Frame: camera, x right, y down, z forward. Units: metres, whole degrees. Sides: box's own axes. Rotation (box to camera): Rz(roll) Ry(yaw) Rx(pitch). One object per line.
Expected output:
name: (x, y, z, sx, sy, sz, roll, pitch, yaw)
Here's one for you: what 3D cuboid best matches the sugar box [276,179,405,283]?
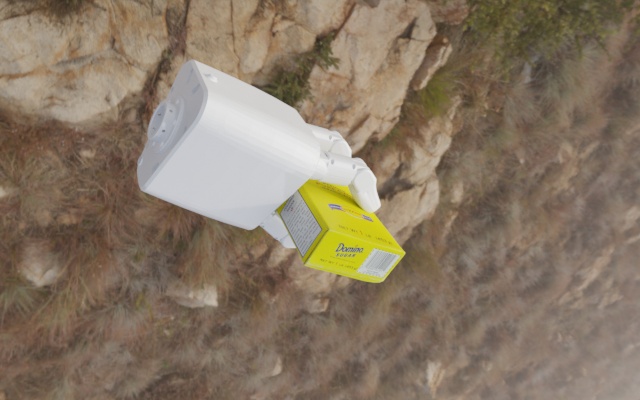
sugar box: (0.000, 0.001, 0.468, 0.093, 0.048, 0.176, 20, 25, -36)
